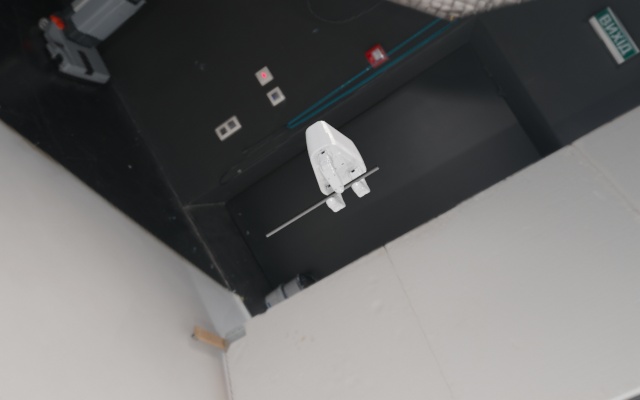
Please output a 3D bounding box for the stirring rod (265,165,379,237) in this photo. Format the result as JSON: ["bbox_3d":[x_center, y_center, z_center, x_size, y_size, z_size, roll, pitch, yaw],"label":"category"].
[{"bbox_3d":[0.000,0.003,0.859,0.239,0.011,0.011,-32,-8,12],"label":"stirring rod"}]
